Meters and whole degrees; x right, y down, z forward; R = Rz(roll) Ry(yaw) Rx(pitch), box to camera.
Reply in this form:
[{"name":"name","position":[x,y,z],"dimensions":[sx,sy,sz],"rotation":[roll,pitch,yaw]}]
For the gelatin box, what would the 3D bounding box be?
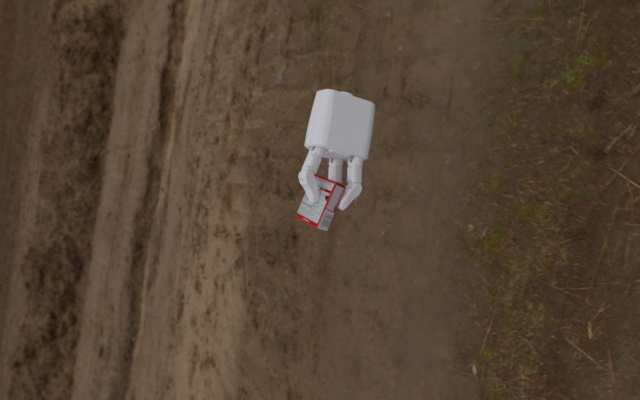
[{"name":"gelatin box","position":[0.000,0.003,0.868],"dimensions":[0.030,0.089,0.073],"rotation":[22,2,-39]}]
